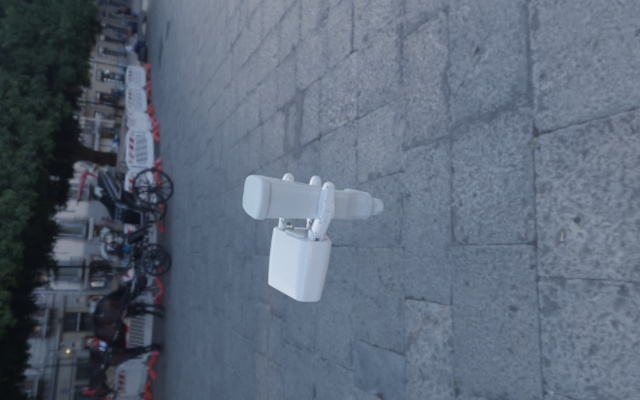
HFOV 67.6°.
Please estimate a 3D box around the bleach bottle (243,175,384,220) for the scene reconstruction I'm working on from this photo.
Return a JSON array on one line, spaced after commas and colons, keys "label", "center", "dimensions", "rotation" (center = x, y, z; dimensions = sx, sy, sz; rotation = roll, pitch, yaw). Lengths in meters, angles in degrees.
[{"label": "bleach bottle", "center": [0.000, 0.003, 0.824], "dimensions": [0.251, 0.068, 0.102], "rotation": [5, 7, -25]}]
